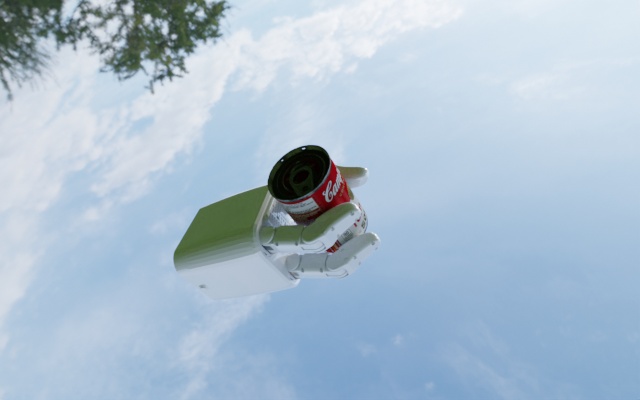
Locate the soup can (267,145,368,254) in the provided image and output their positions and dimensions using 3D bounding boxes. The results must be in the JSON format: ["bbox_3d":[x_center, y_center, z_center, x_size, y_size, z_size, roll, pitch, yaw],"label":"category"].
[{"bbox_3d":[0.001,0.002,0.490,0.068,0.068,0.102,0,-35,31],"label":"soup can"}]
